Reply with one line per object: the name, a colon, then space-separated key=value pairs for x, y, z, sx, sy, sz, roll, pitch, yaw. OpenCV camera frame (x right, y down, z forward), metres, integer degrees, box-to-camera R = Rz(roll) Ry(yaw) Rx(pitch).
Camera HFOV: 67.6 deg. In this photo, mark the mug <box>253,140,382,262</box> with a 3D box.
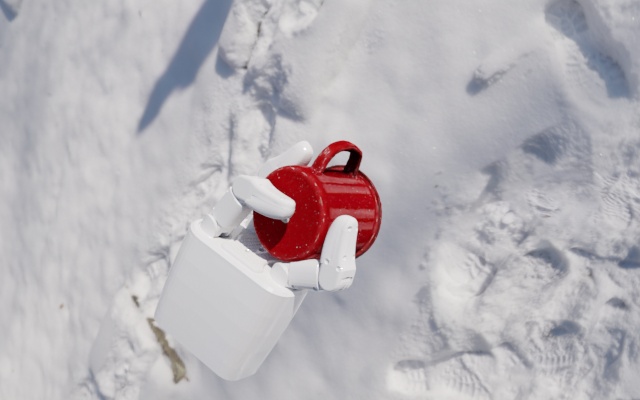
mug: x=0.001 y=0.000 z=0.421 sx=0.093 sy=0.117 sz=0.081 roll=38 pitch=20 yaw=30
